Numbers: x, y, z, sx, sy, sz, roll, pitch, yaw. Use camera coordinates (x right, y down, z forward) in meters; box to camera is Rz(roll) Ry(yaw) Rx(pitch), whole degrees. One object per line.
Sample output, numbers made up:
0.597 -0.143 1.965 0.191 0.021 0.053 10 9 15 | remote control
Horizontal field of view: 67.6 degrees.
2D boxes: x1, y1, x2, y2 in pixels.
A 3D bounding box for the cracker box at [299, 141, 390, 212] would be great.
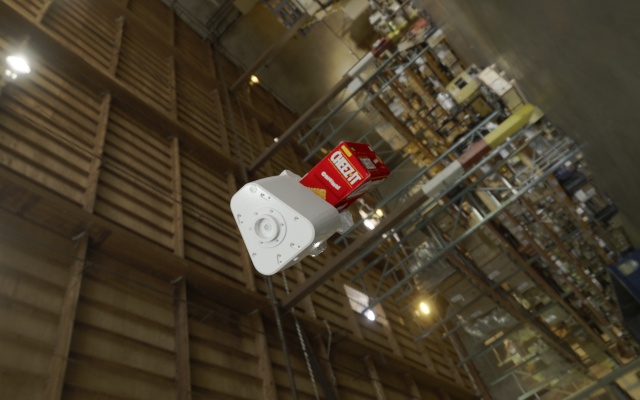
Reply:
0.000 0.002 0.760 0.214 0.072 0.164 -41 -7 17 | cracker box
